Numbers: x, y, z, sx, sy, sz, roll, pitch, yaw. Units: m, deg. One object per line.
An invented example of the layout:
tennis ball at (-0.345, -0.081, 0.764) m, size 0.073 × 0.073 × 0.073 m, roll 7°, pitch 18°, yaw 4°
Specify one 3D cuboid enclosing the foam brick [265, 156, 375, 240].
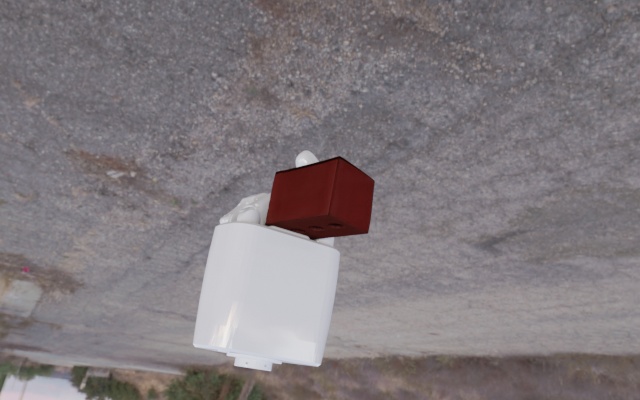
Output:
foam brick at (0.000, 0.001, 0.415) m, size 0.078 × 0.051 × 0.053 m, roll -11°, pitch -28°, yaw 42°
